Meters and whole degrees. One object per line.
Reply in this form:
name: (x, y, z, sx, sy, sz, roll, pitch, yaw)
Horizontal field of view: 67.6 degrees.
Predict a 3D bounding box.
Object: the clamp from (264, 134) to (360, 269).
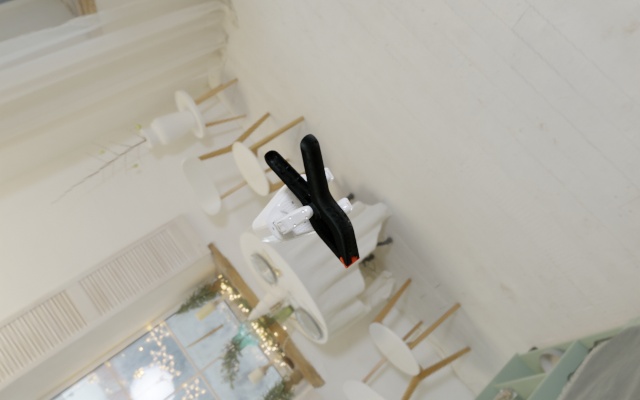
clamp: (0.000, 0.003, 0.681, 0.036, 0.210, 0.164, -34, 5, -21)
